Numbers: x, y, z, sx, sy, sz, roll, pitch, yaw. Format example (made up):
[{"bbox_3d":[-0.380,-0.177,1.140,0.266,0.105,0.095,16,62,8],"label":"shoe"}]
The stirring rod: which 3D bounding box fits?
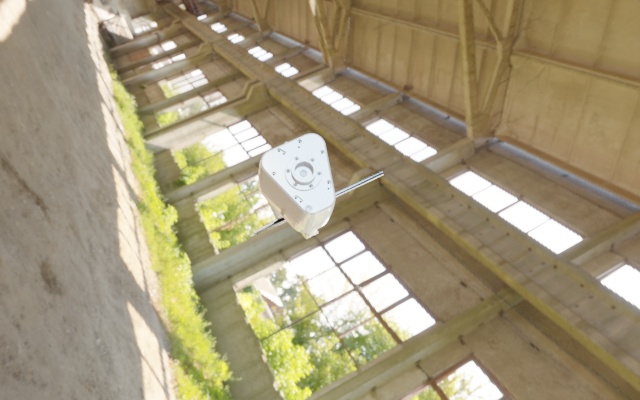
[{"bbox_3d":[0.000,0.003,0.795,0.239,0.011,0.011,-25,6,-12],"label":"stirring rod"}]
